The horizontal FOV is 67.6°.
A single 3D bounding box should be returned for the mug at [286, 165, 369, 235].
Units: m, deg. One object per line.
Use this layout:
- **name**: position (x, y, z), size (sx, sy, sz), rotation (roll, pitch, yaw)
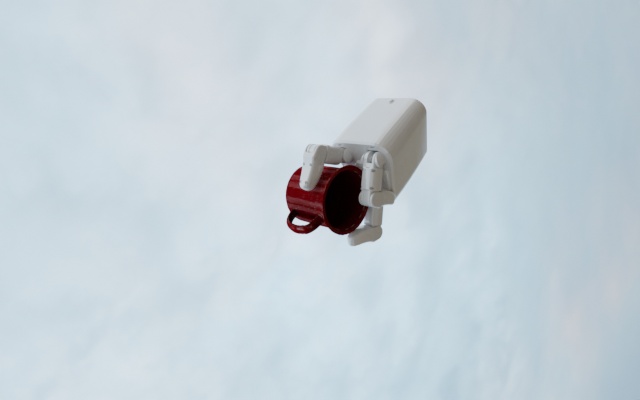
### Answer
- **mug**: position (-0.001, 0.003, 0.645), size (0.081, 0.093, 0.117), rotation (12, 51, 44)
